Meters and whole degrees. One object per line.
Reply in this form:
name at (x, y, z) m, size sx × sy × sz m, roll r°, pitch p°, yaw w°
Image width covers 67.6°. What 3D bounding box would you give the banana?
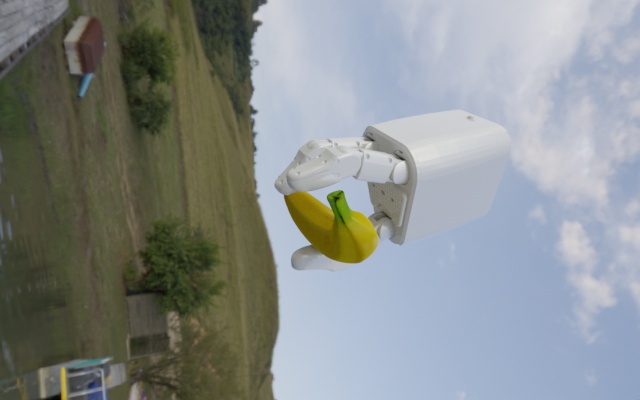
banana at (0.008, 0.019, 0.412) m, size 0.037 × 0.069 × 0.198 m, roll -24°, pitch 7°, yaw -13°
